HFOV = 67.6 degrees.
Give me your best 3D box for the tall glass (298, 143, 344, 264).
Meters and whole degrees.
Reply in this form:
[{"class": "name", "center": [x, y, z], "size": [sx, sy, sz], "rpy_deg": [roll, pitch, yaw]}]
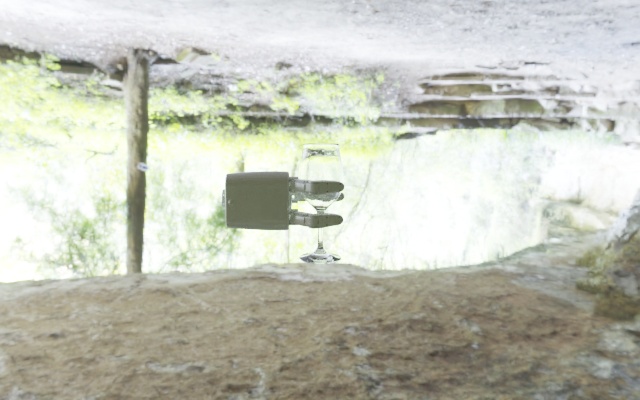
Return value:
[{"class": "tall glass", "center": [0.000, 0.003, 0.822], "size": [0.079, 0.201, 0.079], "rpy_deg": [1, 8, 0]}]
